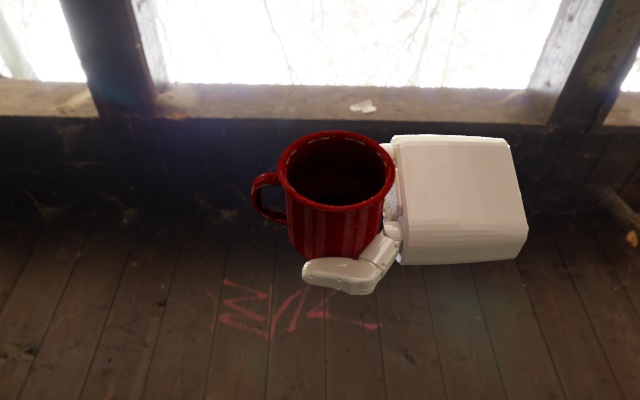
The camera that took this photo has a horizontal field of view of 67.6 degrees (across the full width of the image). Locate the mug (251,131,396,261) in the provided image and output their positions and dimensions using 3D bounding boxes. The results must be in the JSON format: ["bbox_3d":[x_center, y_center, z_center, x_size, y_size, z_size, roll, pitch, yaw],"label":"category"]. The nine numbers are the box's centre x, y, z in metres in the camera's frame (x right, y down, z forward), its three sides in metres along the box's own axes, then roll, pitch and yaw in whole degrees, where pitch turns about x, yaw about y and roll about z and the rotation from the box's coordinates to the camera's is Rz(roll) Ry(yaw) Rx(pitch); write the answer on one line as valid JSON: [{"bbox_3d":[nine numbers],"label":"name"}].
[{"bbox_3d":[-0.001,0.002,0.404,0.117,0.093,0.082,1,-43,-1],"label":"mug"}]
